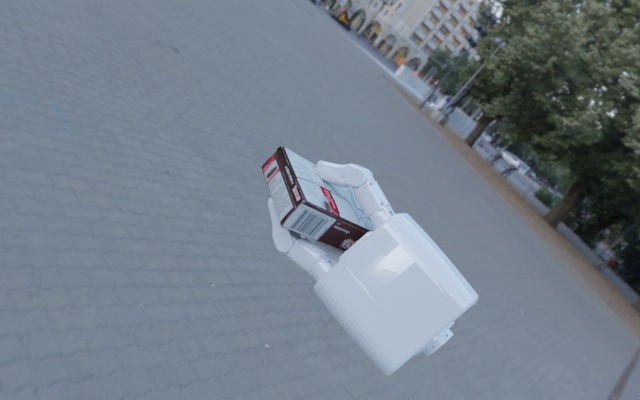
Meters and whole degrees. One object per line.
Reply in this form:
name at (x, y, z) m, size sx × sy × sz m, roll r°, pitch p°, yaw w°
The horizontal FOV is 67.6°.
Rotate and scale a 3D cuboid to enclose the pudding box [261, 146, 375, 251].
pudding box at (0.000, 0.002, 0.497) m, size 0.113 × 0.039 × 0.090 m, roll 27°, pitch 27°, yaw -39°
